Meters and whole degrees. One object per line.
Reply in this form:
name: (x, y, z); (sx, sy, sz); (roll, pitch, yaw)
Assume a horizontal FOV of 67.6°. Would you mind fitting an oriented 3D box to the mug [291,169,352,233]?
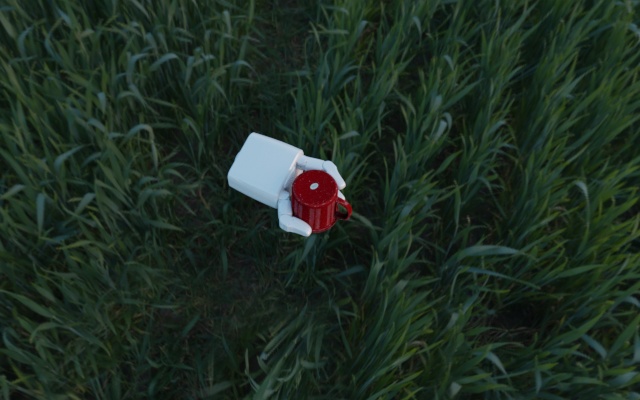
mug: (0.001, 0.003, 0.852); (0.117, 0.093, 0.082); (22, -30, 11)
